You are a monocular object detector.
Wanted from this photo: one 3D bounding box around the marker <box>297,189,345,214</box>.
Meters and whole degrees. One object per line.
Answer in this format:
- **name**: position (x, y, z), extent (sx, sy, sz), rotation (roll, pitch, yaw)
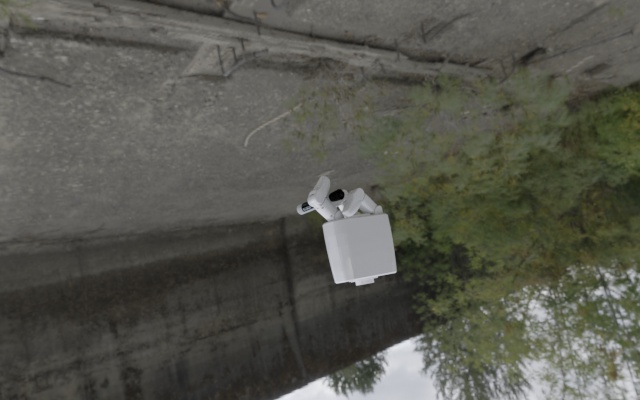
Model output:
- **marker**: position (0.000, 0.003, 0.840), extent (0.020, 0.020, 0.121), rotation (0, -14, -39)
